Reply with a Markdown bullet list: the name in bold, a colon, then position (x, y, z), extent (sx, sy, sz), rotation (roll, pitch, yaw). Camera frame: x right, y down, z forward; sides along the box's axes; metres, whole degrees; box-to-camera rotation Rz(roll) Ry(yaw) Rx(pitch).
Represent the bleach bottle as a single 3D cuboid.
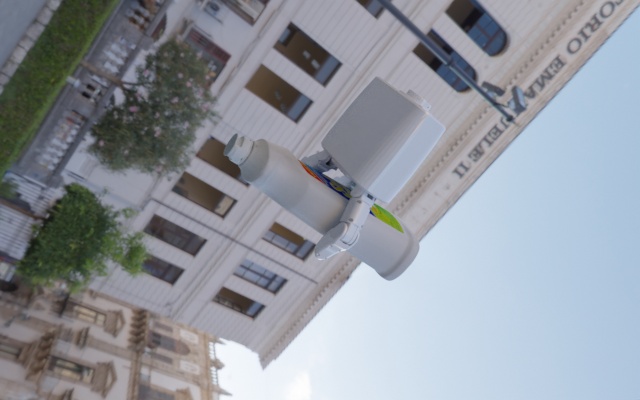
- **bleach bottle**: position (0.000, 0.002, 0.565), extent (0.251, 0.068, 0.102), rotation (32, 15, -27)
